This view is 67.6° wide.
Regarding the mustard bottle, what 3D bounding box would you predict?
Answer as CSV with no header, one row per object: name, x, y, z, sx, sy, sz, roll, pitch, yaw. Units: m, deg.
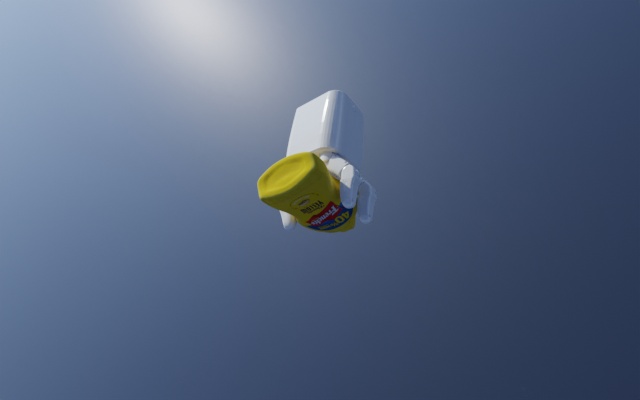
mustard bottle,0.000,0.003,0.703,0.096,0.058,0.192,-29,-35,19
